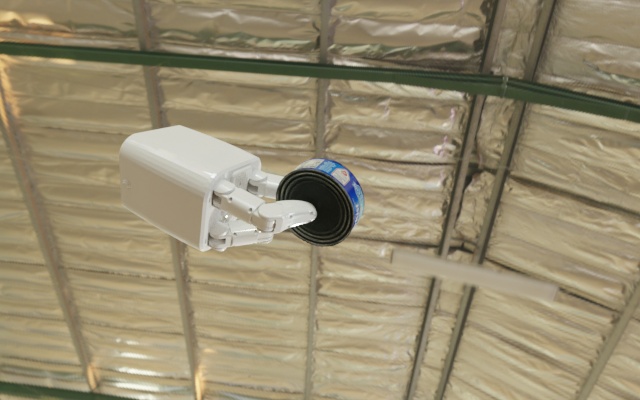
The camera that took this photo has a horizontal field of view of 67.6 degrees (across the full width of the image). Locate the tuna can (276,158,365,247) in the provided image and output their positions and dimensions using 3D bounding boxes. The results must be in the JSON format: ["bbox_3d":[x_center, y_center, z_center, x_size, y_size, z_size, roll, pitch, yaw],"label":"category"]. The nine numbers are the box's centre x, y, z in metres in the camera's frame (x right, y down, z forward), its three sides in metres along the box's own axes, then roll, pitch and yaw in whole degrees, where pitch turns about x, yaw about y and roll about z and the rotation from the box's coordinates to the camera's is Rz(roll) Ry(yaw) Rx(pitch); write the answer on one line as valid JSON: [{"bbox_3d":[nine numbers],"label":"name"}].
[{"bbox_3d":[0.000,0.001,0.480,0.086,0.086,0.033,0,26,29],"label":"tuna can"}]
